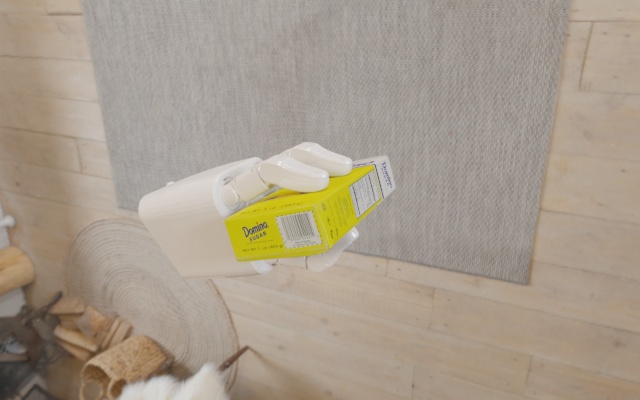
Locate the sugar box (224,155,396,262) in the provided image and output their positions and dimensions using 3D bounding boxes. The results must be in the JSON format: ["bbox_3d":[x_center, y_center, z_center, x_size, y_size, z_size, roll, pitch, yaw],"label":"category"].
[{"bbox_3d":[0.000,0.001,0.454,0.093,0.048,0.176,-9,15,28],"label":"sugar box"}]
